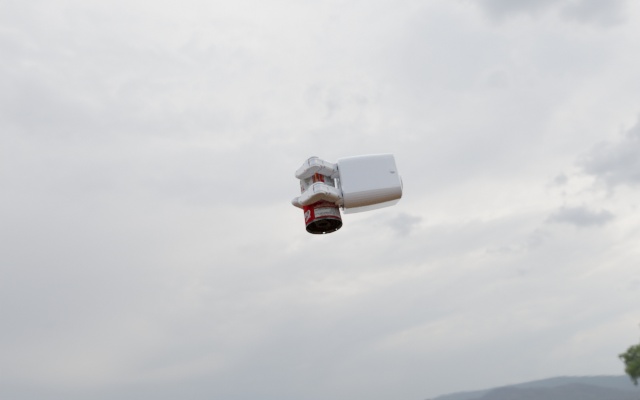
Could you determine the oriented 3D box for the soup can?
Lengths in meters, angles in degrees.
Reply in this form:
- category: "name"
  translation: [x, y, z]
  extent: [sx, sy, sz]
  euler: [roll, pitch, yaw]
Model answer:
- category: "soup can"
  translation: [0.000, 0.003, 0.875]
  extent: [0.068, 0.102, 0.068]
  euler: [-7, -27, -3]
